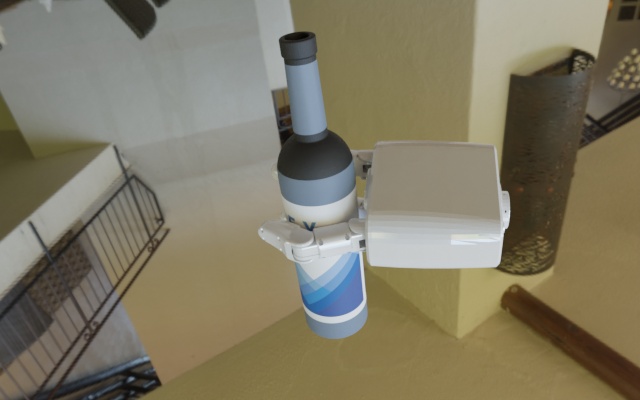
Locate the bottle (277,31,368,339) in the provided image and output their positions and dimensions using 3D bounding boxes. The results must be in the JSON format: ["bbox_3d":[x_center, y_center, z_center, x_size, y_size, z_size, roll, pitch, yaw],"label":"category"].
[{"bbox_3d":[0.000,0.002,0.430,0.069,0.296,0.069,-6,34,4],"label":"bottle"}]
